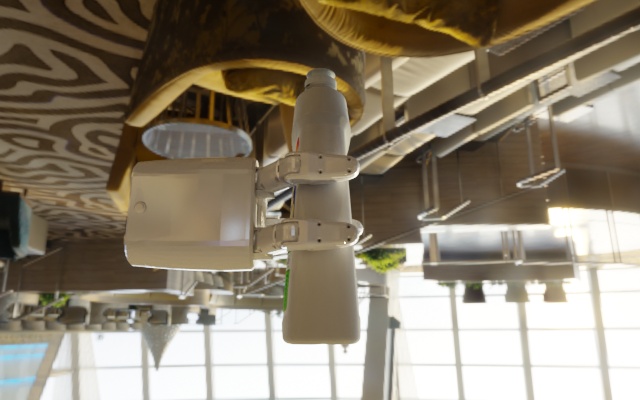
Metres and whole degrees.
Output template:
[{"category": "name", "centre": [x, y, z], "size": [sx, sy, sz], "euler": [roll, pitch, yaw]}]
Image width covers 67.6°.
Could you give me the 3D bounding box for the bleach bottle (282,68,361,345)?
[{"category": "bleach bottle", "centre": [0.000, 0.001, 0.441], "size": [0.068, 0.250, 0.102], "euler": [1, -15, -3]}]
